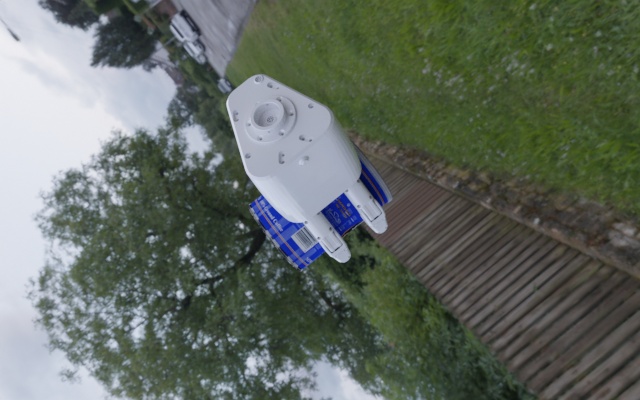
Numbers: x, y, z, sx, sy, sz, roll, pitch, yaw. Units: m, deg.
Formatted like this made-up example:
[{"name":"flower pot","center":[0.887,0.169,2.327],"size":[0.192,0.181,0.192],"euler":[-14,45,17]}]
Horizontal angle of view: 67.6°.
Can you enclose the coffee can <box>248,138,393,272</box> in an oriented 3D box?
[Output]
[{"name":"coffee can","center":[0.000,0.002,0.573],"size":[0.140,0.103,0.103],"euler":[-39,1,-1]}]
